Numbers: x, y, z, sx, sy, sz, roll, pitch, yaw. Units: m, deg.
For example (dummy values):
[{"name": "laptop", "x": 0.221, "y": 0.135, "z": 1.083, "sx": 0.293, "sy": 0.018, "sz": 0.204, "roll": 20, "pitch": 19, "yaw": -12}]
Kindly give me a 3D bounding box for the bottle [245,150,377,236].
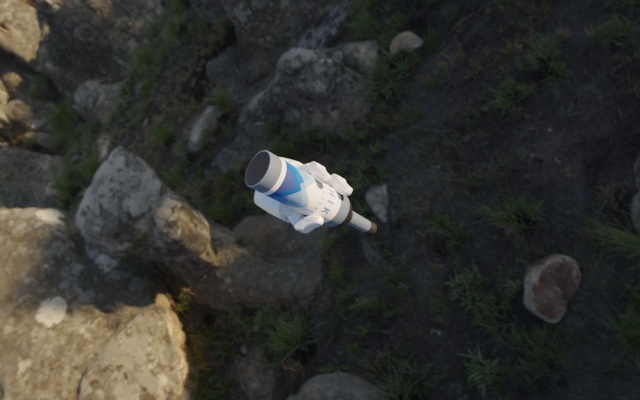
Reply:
[{"name": "bottle", "x": 0.000, "y": 0.003, "z": 0.866, "sx": 0.296, "sy": 0.069, "sz": 0.069, "roll": 28, "pitch": -18, "yaw": -38}]
